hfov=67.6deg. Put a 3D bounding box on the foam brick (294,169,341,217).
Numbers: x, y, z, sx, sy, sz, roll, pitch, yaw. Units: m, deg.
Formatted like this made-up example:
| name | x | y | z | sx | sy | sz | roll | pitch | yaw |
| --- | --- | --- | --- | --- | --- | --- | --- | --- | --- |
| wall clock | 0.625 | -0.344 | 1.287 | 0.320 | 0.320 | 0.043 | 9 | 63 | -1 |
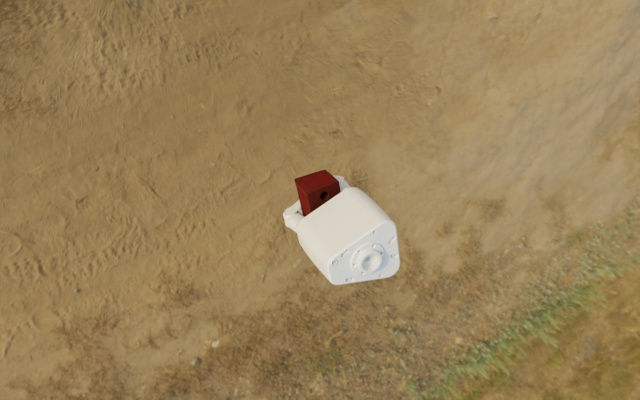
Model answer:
| name | x | y | z | sx | sy | sz | roll | pitch | yaw |
| --- | --- | --- | --- | --- | --- | --- | --- | --- | --- |
| foam brick | 0.000 | 0.002 | 0.716 | 0.053 | 0.078 | 0.051 | -21 | 31 | -15 |
